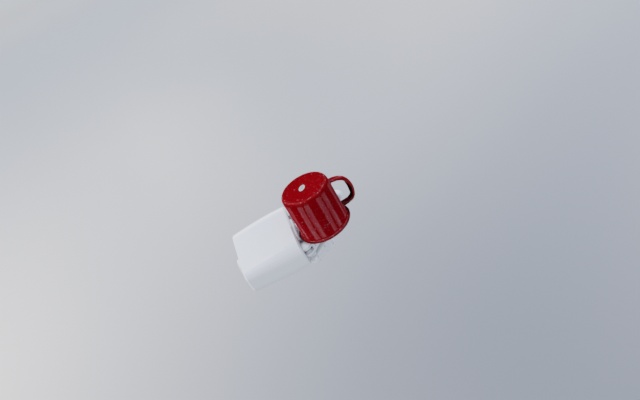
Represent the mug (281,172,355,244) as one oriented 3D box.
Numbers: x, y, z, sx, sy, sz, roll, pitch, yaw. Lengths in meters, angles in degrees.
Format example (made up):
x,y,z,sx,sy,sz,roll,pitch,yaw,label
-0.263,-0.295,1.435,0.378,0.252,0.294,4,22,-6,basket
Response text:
x,y,z,sx,sy,sz,roll,pitch,yaw,label
0.001,0.002,0.764,0.117,0.081,0.093,-30,33,1,mug
